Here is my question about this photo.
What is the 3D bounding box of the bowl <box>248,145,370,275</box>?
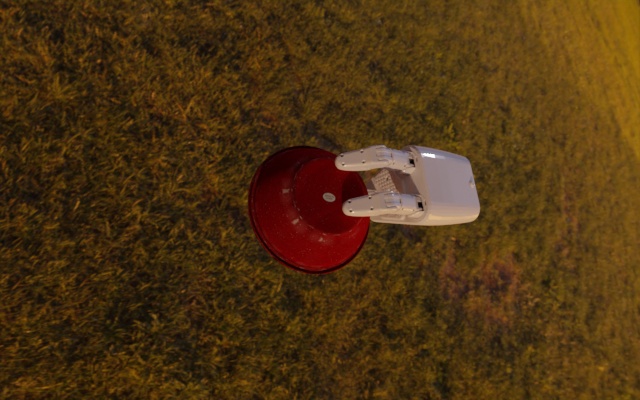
[{"bbox_3d":[-0.001,0.002,0.555,0.162,0.162,0.055,0,-16,-25],"label":"bowl"}]
